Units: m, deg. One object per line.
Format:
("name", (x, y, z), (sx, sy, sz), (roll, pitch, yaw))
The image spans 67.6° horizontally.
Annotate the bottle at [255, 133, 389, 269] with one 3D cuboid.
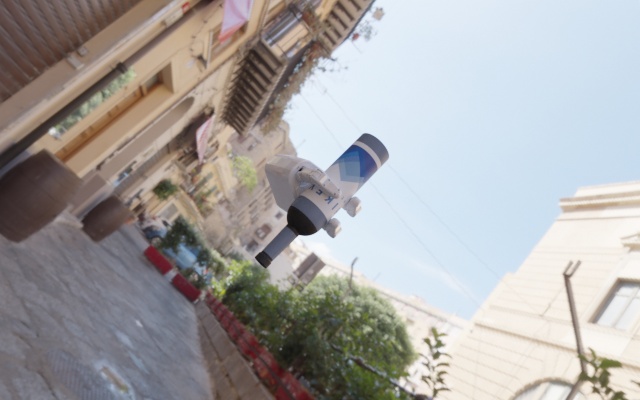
("bottle", (0.000, 0.003, 0.826), (0.295, 0.069, 0.069), (-45, 16, -16))
